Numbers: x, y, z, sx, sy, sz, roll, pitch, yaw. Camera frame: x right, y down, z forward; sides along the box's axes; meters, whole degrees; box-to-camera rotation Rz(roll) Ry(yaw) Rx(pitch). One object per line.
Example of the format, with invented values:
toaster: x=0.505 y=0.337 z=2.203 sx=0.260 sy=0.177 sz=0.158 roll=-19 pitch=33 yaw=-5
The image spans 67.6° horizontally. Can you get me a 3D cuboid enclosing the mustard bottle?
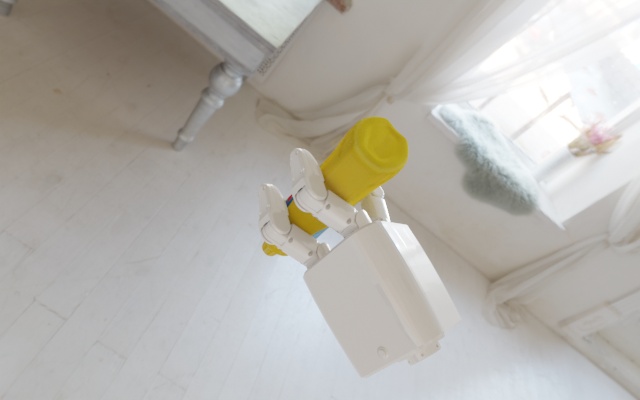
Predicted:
mustard bottle: x=0.000 y=0.001 z=0.476 sx=0.192 sy=0.058 sz=0.096 roll=-44 pitch=2 yaw=35
